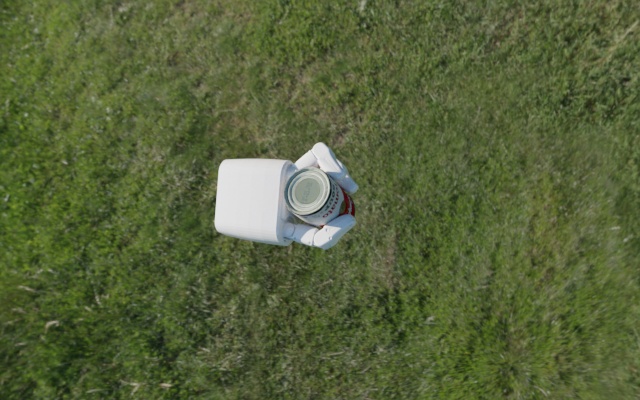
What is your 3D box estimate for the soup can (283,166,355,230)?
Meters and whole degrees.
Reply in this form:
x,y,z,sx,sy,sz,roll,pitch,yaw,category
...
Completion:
x,y,z,sx,sy,sz,roll,pitch,yaw,category
0.000,0.002,0.643,0.068,0.068,0.102,0,-18,22,soup can
